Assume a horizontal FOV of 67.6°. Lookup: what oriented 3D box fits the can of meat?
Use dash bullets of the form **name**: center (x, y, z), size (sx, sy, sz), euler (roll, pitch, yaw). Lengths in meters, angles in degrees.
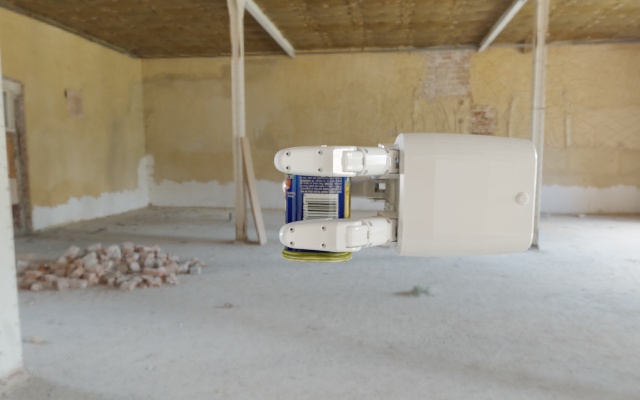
- **can of meat**: center (0.000, 0.001, 0.412), size (0.057, 0.084, 0.102), euler (1, 6, 5)
